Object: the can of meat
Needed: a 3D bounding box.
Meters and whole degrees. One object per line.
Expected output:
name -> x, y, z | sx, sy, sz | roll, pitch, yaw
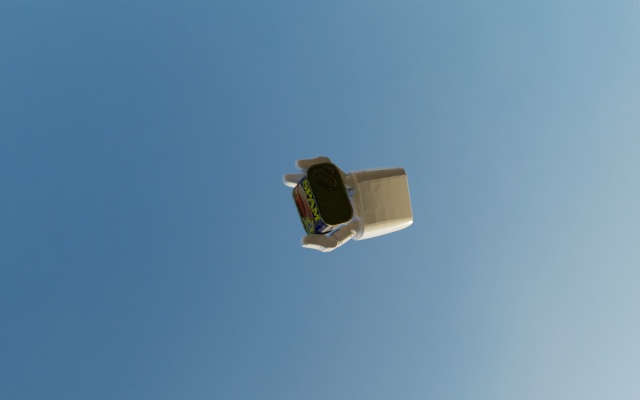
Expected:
can of meat -> 0.000, 0.003, 0.769 | 0.057, 0.102, 0.084 | -13, -14, -26
